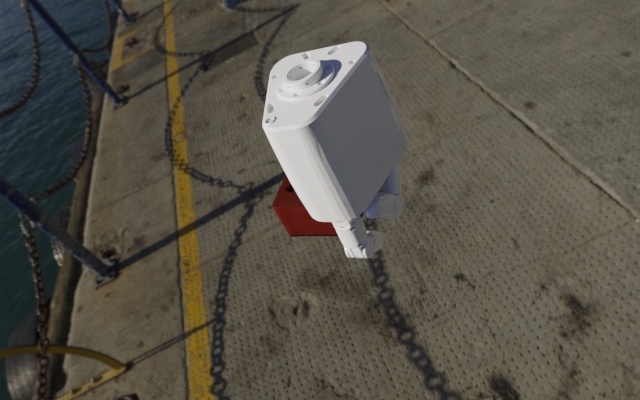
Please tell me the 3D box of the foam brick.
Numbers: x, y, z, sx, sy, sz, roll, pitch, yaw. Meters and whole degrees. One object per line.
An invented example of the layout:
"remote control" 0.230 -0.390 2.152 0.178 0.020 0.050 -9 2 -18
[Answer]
"foam brick" 0.000 0.002 0.486 0.078 0.053 0.051 -3 -42 28
